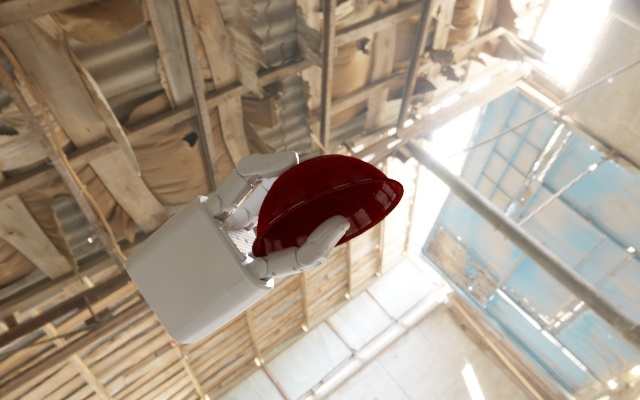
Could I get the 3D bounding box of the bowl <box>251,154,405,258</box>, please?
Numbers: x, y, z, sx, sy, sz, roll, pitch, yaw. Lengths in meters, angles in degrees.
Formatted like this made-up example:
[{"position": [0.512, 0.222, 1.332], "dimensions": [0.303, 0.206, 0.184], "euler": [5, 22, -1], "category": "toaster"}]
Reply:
[{"position": [0.001, 0.001, 0.480], "dimensions": [0.162, 0.055, 0.162], "euler": [-20, -22, -8], "category": "bowl"}]
